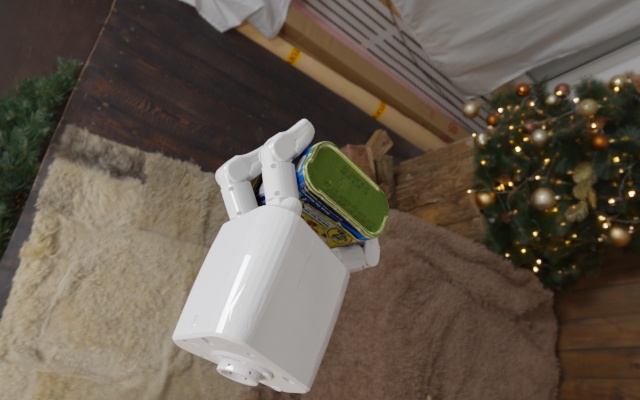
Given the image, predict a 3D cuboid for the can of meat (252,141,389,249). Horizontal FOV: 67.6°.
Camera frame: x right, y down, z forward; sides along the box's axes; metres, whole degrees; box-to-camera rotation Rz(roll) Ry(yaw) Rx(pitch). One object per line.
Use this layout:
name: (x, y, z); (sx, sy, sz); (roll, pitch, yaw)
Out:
can of meat: (0.000, 0.001, 0.435); (0.102, 0.057, 0.084); (40, -37, -24)
